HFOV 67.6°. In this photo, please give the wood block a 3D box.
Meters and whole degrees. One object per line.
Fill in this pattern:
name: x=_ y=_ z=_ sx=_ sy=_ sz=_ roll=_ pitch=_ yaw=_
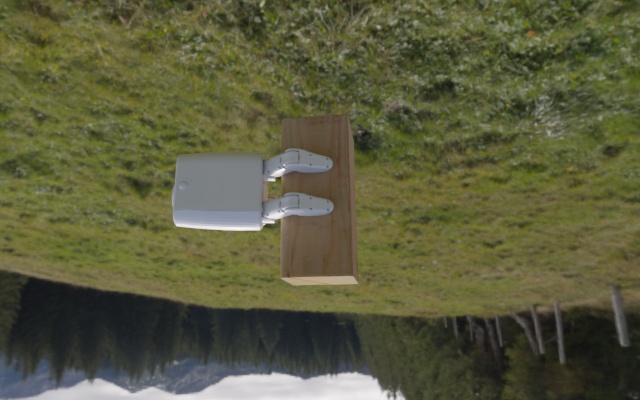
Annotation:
wood block: x=0.000 y=0.002 z=0.626 sx=0.090 sy=0.206 sz=0.091 roll=-3 pitch=-16 yaw=7
